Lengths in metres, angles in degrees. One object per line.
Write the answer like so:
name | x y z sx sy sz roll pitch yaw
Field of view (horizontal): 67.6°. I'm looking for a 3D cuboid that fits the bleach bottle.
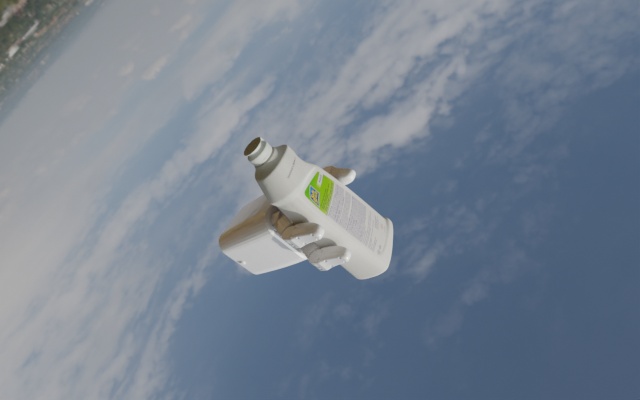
bleach bottle | 0.000 0.002 0.632 0.068 0.102 0.251 -24 -52 33
